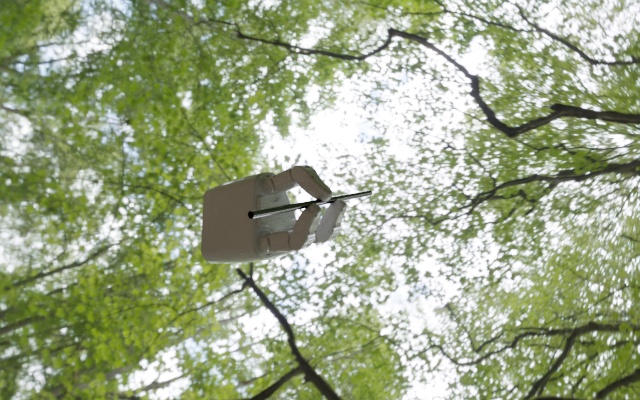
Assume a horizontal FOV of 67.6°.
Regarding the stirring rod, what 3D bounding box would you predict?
[{"bbox_3d":[0.000,0.002,0.569,0.011,0.011,0.239,0,6,35],"label":"stirring rod"}]
